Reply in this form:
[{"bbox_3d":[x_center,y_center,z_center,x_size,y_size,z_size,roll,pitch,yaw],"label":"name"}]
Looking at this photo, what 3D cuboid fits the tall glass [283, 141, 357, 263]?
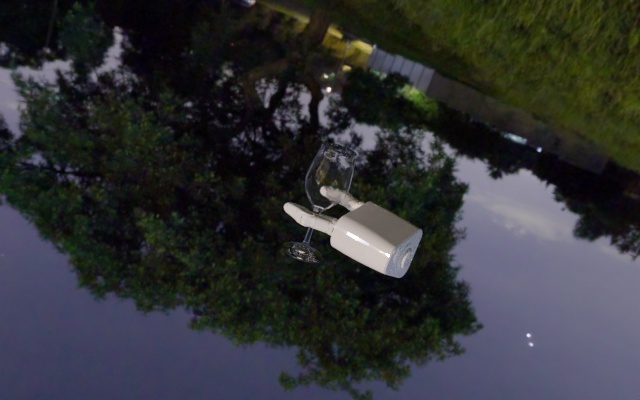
[{"bbox_3d":[0.000,0.003,0.824,0.079,0.201,0.079,18,16,-5],"label":"tall glass"}]
